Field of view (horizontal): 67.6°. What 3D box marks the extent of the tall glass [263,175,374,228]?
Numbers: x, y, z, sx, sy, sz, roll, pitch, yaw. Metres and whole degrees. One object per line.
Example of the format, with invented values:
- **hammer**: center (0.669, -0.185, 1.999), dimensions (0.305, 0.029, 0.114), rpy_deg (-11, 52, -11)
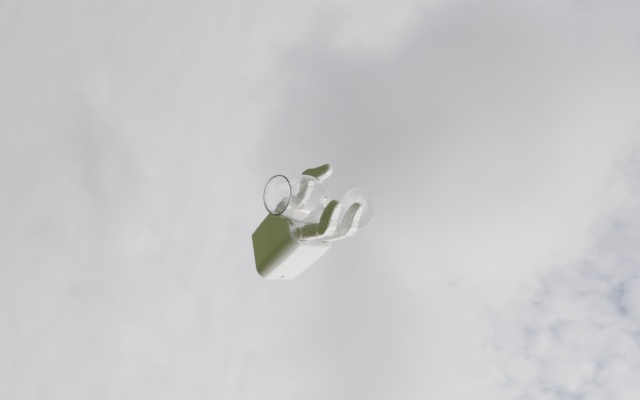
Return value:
- **tall glass**: center (0.001, 0.003, 0.791), dimensions (0.079, 0.079, 0.201), rpy_deg (0, -7, 42)
